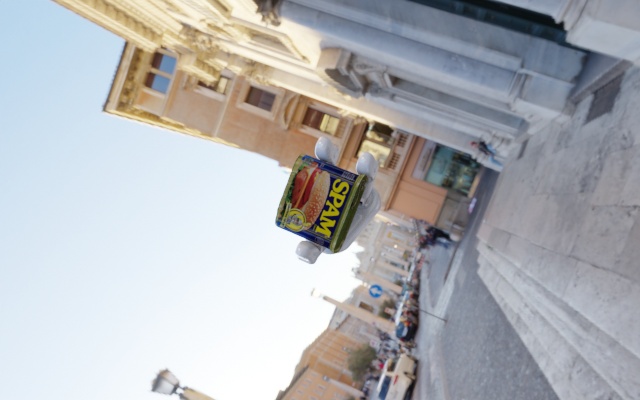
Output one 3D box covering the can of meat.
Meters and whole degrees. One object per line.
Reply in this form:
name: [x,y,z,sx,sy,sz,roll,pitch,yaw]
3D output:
can of meat: [0.000,0.002,0.587,0.084,0.102,0.057,22,4,13]
